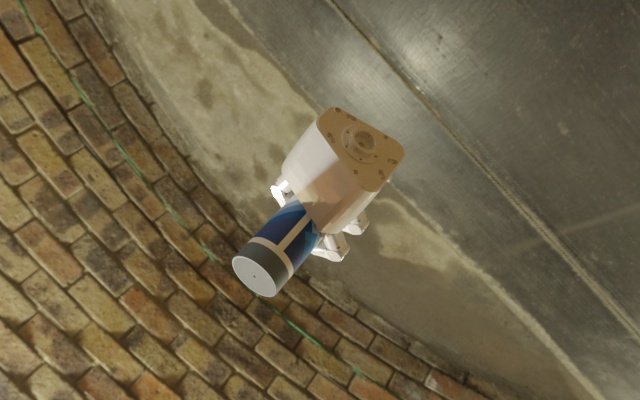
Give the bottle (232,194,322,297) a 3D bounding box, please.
[{"bbox_3d":[0.000,0.002,0.648,0.069,0.069,0.295,0,37,41],"label":"bottle"}]
